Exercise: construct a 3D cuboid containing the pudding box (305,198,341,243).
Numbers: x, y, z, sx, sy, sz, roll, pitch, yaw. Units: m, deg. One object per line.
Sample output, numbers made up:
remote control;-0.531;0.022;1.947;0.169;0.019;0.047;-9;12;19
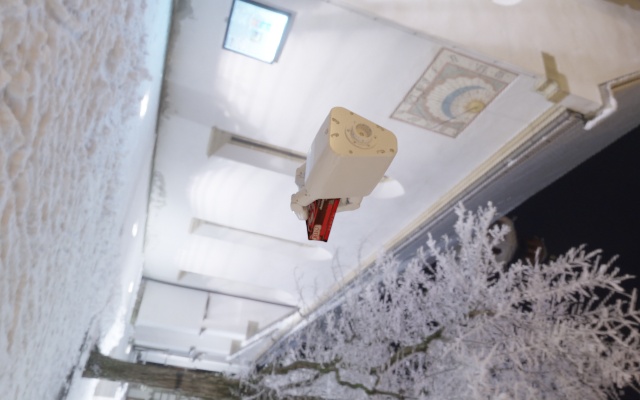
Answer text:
pudding box;0.000;0.003;0.800;0.039;0.090;0.113;11;28;-11
